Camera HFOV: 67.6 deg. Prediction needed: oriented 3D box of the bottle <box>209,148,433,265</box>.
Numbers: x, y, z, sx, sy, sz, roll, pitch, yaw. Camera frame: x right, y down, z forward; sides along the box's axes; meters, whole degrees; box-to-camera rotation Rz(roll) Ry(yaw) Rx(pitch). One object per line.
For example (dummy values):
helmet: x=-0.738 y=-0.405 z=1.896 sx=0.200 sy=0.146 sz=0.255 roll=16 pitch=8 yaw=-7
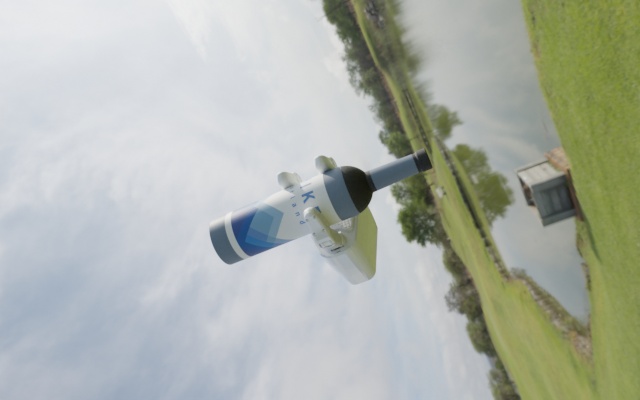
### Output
bottle: x=0.000 y=0.002 z=0.619 sx=0.296 sy=0.069 sz=0.069 roll=-22 pitch=-5 yaw=12
